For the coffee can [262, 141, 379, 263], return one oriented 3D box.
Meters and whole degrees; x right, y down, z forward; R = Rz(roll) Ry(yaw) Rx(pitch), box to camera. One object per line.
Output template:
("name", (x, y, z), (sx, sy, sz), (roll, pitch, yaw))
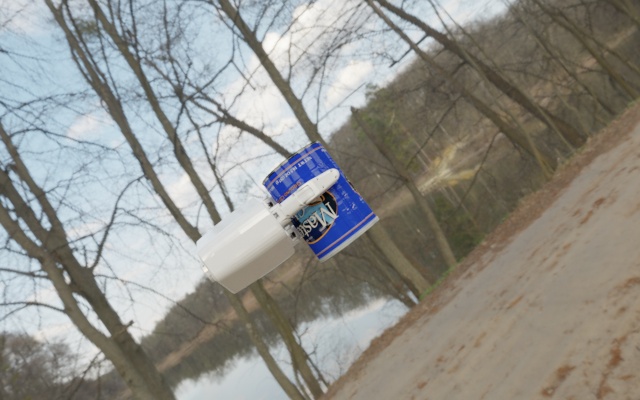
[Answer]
("coffee can", (0.000, 0.002, 0.672), (0.103, 0.140, 0.103), (-37, -3, -3))
